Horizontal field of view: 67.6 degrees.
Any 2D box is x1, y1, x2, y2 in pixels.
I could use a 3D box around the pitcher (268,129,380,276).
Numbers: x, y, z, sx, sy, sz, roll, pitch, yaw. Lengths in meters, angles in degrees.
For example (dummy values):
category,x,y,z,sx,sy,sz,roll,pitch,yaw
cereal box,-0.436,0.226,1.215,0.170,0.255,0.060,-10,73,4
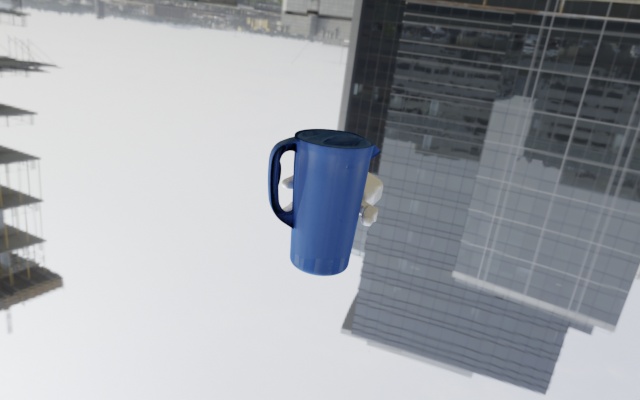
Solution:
category,x,y,z,sx,sy,sz,roll,pitch,yaw
pitcher,0.000,0.003,0.824,0.149,0.243,0.145,16,22,24
